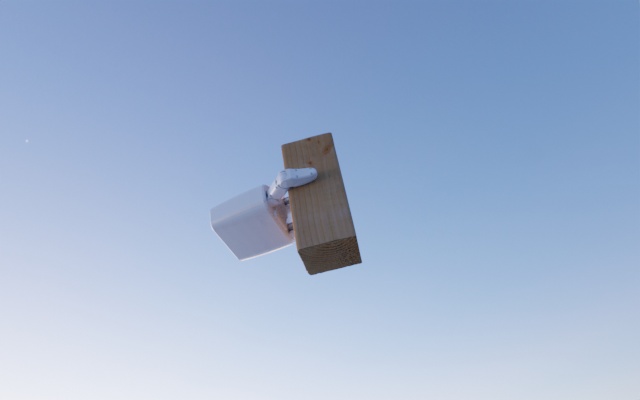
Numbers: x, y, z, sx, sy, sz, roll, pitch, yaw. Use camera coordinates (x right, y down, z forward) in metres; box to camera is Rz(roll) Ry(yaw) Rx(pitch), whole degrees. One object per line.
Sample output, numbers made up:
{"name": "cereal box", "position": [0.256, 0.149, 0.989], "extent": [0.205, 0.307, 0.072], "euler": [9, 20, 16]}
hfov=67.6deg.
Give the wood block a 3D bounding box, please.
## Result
{"name": "wood block", "position": [0.000, 0.002, 0.774], "extent": [0.090, 0.206, 0.091], "euler": [-14, -35, 3]}
